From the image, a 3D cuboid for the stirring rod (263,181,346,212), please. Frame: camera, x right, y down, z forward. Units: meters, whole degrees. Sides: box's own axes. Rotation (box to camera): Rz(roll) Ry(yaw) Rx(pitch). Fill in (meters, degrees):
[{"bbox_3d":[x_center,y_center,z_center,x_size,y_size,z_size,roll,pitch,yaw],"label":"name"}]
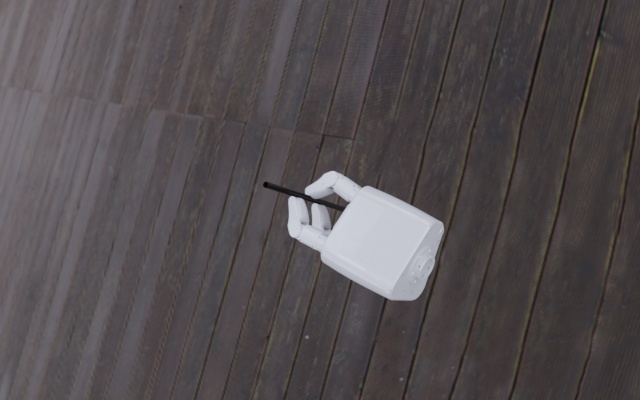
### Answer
[{"bbox_3d":[0.000,0.002,0.677,0.011,0.011,0.239,0,-10,34],"label":"stirring rod"}]
